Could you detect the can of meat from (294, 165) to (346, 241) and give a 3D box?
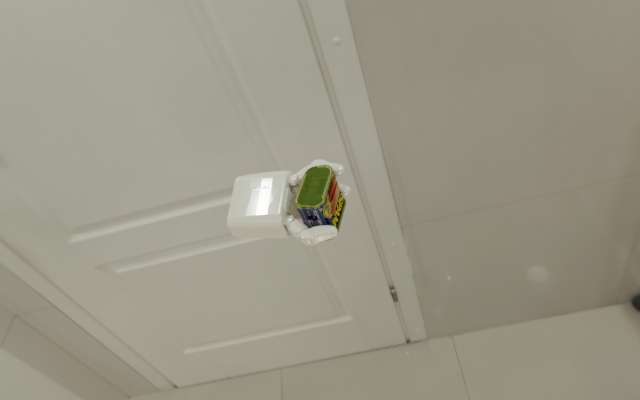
[{"bbox_3d":[0.000,0.002,0.807,0.057,0.102,0.084,-1,-43,21],"label":"can of meat"}]
